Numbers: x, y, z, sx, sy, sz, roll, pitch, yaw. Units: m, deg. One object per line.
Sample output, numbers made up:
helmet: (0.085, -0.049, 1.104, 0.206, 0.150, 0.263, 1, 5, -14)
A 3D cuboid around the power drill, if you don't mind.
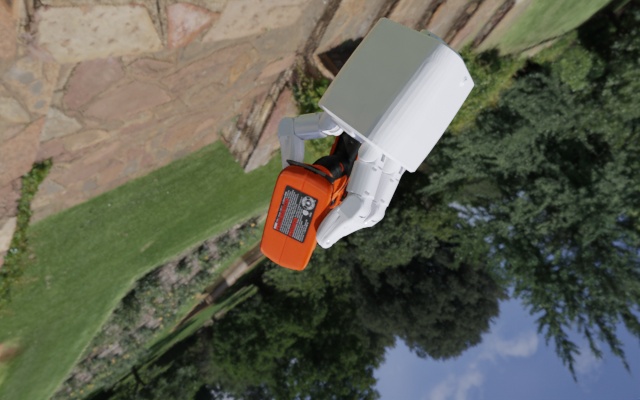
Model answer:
power drill: (0.000, 0.002, 0.540, 0.057, 0.184, 0.187, 22, 26, 11)
